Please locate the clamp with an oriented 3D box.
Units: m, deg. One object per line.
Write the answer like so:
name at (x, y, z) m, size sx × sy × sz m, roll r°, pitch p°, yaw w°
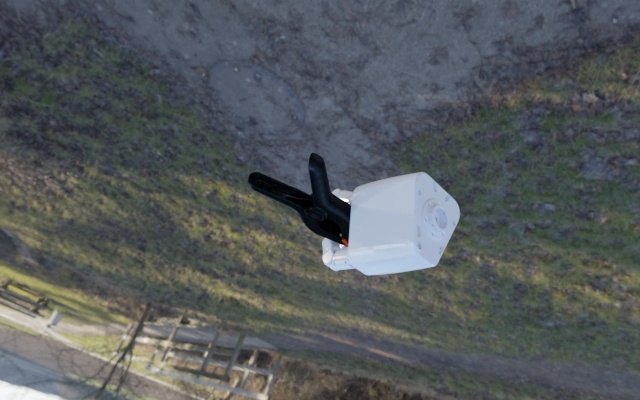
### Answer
clamp at (0.000, 0.003, 0.627) m, size 0.171 × 0.039 × 0.120 m, roll 36°, pitch -32°, yaw -28°
